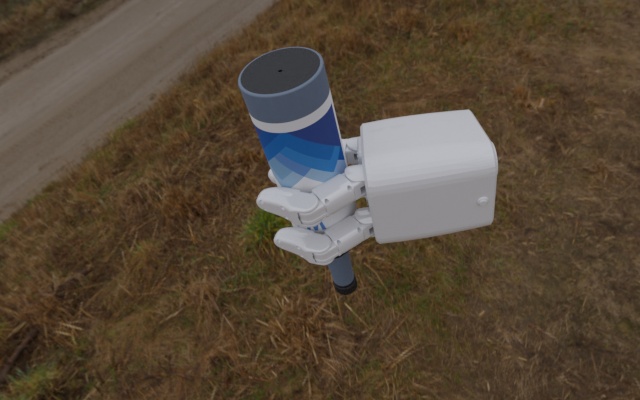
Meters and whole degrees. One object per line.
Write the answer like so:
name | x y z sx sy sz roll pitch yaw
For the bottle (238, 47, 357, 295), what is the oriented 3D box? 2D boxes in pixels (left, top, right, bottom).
bottle | 0.000 0.001 0.462 0.069 0.069 0.296 0 -42 16
